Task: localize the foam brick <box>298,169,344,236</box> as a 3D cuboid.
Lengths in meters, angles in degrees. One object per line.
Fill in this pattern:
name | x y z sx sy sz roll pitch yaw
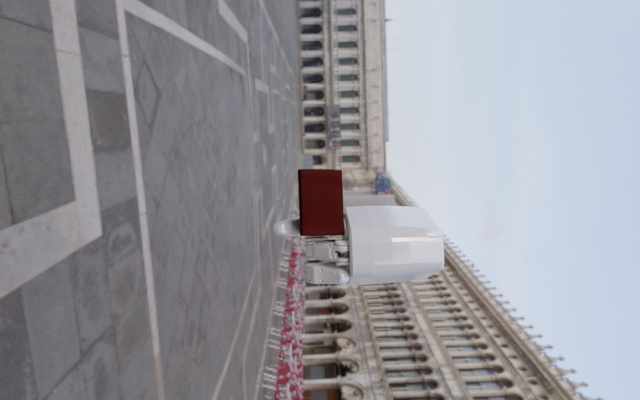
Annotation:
foam brick | 0.000 0.002 0.571 0.051 0.078 0.053 -2 1 -1
